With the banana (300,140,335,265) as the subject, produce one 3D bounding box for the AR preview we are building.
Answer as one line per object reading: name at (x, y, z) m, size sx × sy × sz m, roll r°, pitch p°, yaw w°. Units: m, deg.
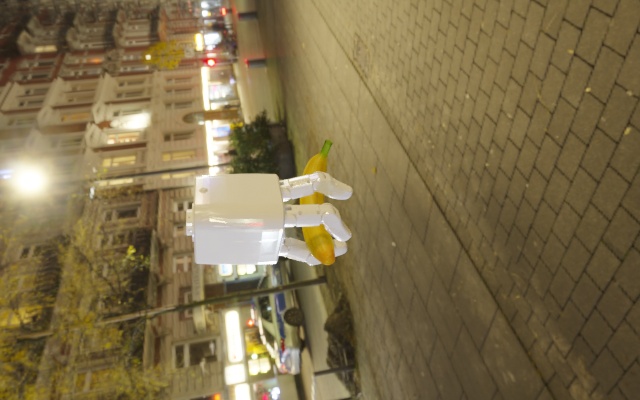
banana at (-0.006, 0.009, 0.668) m, size 0.037 × 0.197 × 0.070 m, roll 8°, pitch -33°, yaw -16°
